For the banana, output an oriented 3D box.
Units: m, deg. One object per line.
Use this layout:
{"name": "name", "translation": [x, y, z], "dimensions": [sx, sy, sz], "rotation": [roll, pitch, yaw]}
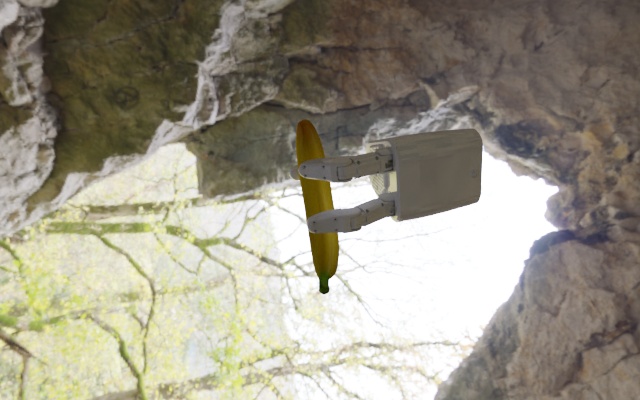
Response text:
{"name": "banana", "translation": [-0.001, 0.006, 0.564], "dimensions": [0.037, 0.198, 0.069], "rotation": [-9, -1, -5]}
